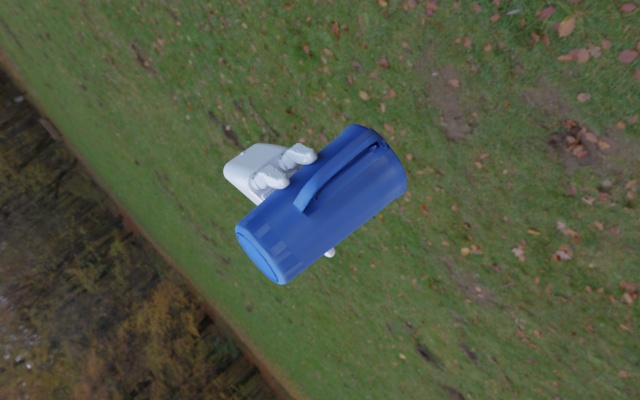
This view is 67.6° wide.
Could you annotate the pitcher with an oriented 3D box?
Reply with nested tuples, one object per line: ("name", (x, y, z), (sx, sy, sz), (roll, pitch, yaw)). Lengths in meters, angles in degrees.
("pitcher", (0.000, 0.002, 0.689), (0.242, 0.149, 0.145), (-40, 30, -19))
